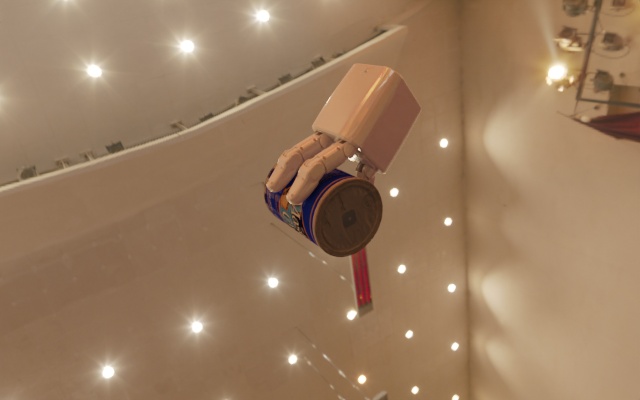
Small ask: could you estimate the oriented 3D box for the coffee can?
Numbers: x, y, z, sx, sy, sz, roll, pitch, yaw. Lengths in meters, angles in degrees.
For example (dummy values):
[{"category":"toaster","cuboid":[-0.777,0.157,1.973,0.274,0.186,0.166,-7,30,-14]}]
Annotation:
[{"category":"coffee can","cuboid":[0.000,0.002,0.642,0.103,0.103,0.140,0,17,-34]}]
